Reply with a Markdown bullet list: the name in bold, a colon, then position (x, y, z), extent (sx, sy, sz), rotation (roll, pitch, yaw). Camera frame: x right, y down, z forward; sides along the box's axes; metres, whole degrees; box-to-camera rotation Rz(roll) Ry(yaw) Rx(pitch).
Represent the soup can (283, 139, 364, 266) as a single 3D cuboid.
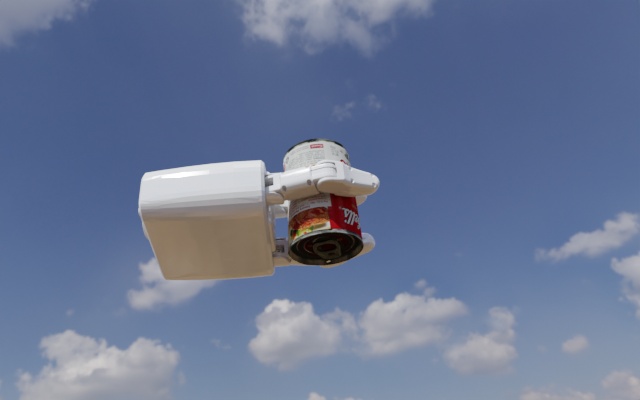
- **soup can**: position (0.001, 0.001, 0.451), extent (0.068, 0.102, 0.068), rotation (-5, -31, -3)
